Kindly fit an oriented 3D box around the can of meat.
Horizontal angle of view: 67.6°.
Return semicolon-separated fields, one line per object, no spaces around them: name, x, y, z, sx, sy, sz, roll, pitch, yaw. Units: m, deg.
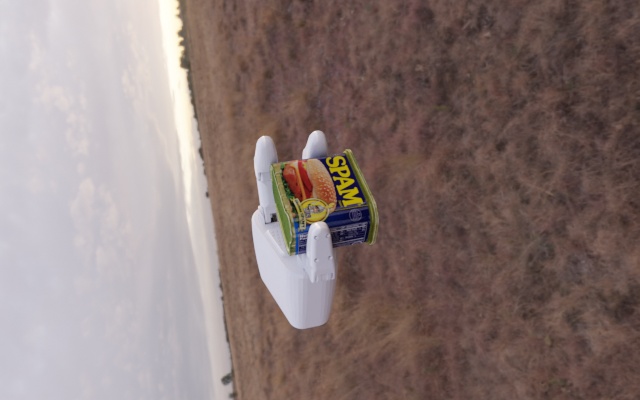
can of meat;0.000;0.002;0.471;0.084;0.102;0.057;-10;-42;-12
